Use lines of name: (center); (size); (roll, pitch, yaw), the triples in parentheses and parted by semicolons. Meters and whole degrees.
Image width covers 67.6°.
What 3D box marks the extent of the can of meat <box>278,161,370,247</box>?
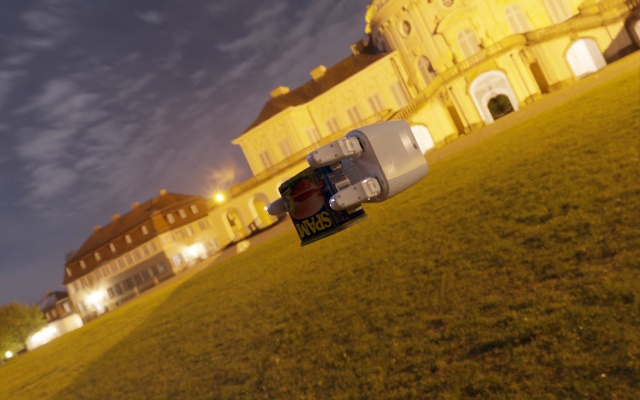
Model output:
can of meat: (0.000, 0.002, 0.592); (0.057, 0.084, 0.102); (-23, -2, -39)
